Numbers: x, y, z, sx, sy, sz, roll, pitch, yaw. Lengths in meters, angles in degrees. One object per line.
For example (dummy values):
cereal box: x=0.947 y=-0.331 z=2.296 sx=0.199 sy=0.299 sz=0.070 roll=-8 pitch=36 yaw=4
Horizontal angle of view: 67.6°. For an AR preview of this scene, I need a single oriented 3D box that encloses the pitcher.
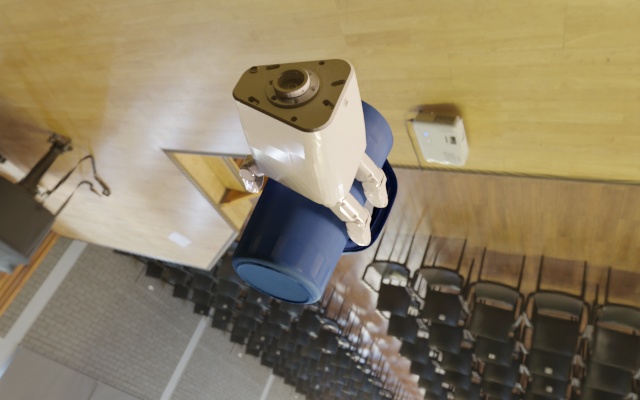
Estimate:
pitcher: x=0.000 y=0.002 z=0.583 sx=0.149 sy=0.242 sz=0.145 roll=14 pitch=-31 yaw=17
